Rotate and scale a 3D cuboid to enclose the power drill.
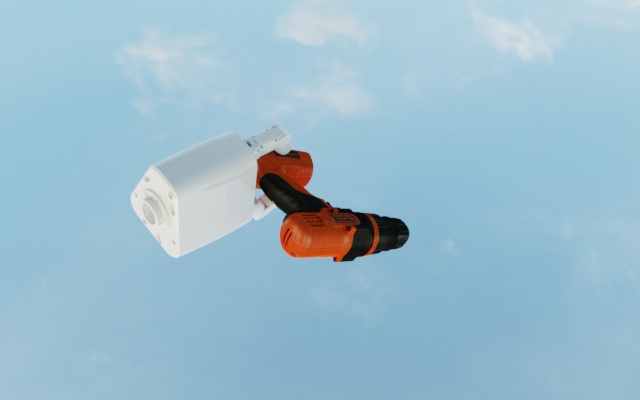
[{"bbox_3d":[0.000,0.002,0.590,0.184,0.057,0.187,4,29,-41],"label":"power drill"}]
